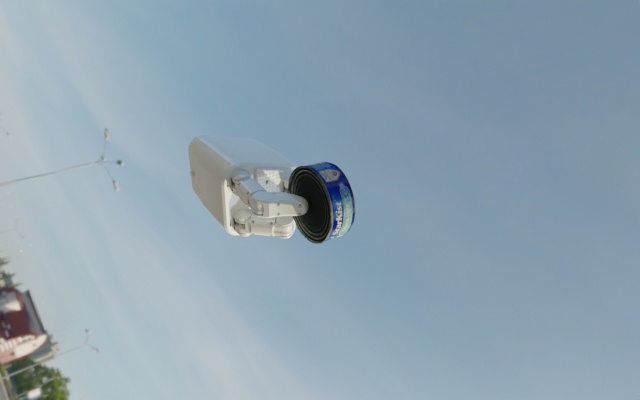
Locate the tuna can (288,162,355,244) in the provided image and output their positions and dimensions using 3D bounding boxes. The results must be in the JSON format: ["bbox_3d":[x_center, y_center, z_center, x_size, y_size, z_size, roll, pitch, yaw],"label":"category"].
[{"bbox_3d":[0.001,0.002,0.520,0.034,0.086,0.086,-15,8,-31],"label":"tuna can"}]
